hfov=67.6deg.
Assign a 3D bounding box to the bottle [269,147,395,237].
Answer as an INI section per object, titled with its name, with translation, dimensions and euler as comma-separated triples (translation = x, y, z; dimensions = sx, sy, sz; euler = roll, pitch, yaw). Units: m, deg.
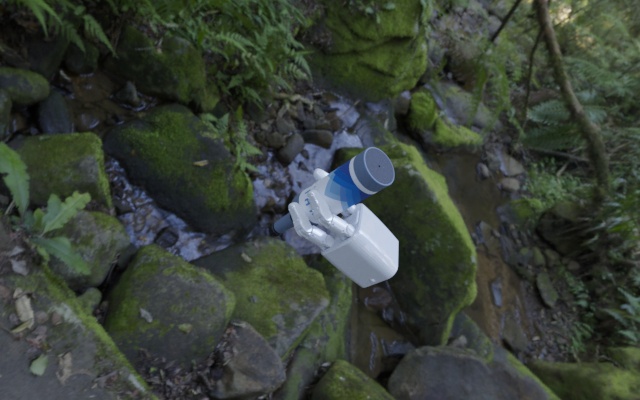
[bottle]
translation = 0.000, 0.003, 0.837
dimensions = 0.069, 0.069, 0.296
euler = 0, -22, -42
